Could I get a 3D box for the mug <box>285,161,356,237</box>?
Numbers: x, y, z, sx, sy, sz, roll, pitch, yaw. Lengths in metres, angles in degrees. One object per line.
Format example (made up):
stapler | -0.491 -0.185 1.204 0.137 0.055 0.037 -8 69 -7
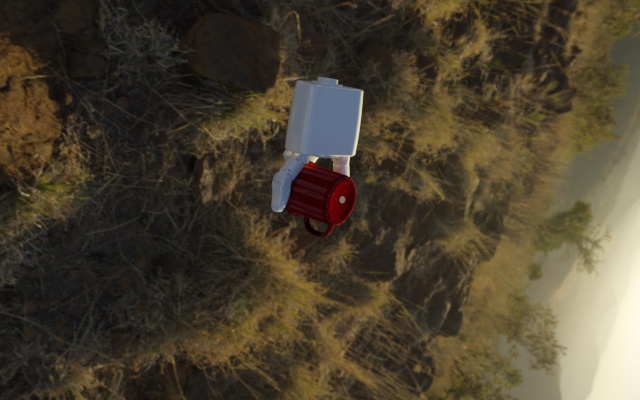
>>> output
mug | 0.000 0.004 0.753 0.081 0.117 0.093 19 19 35
